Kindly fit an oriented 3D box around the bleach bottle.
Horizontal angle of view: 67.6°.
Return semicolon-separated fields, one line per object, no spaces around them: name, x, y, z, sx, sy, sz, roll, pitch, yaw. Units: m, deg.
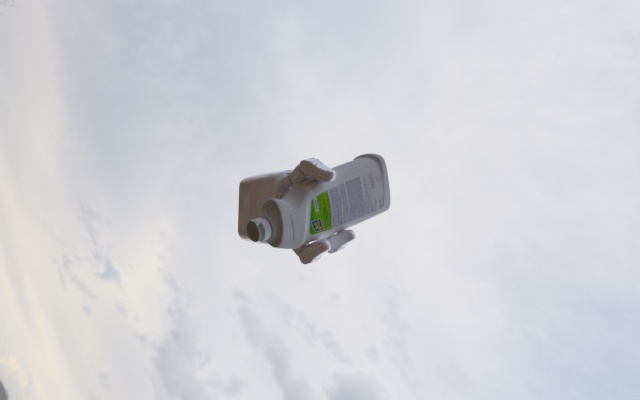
bleach bottle;0.000;0.002;0.698;0.251;0.102;0.068;-19;13;-42
